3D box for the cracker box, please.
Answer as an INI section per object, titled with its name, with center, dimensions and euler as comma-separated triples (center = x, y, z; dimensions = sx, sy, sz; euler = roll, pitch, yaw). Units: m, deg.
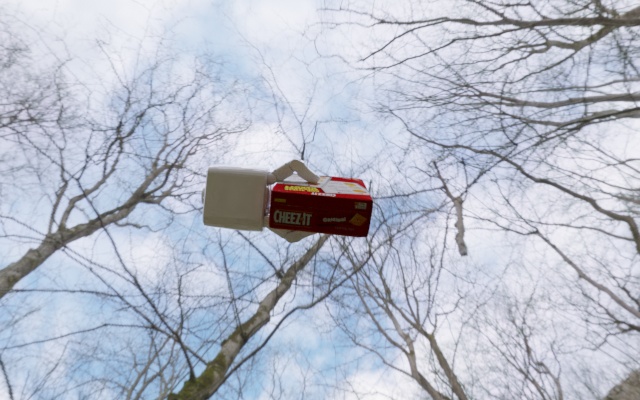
[cracker box]
center = 0.000, 0.003, 0.859
dimensions = 0.164, 0.072, 0.213
euler = 5, 12, -1
